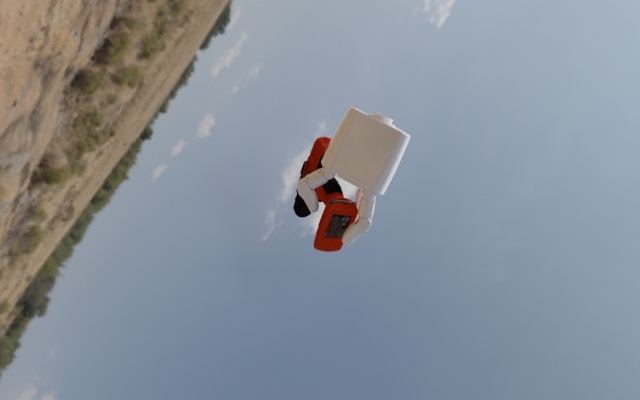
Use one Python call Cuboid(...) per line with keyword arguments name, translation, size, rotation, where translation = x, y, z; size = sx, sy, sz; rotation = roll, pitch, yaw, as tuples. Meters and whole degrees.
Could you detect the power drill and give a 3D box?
Cuboid(name="power drill", translation=(0.000, 0.003, 0.873), size=(0.057, 0.184, 0.187), rotation=(3, 39, -21))
